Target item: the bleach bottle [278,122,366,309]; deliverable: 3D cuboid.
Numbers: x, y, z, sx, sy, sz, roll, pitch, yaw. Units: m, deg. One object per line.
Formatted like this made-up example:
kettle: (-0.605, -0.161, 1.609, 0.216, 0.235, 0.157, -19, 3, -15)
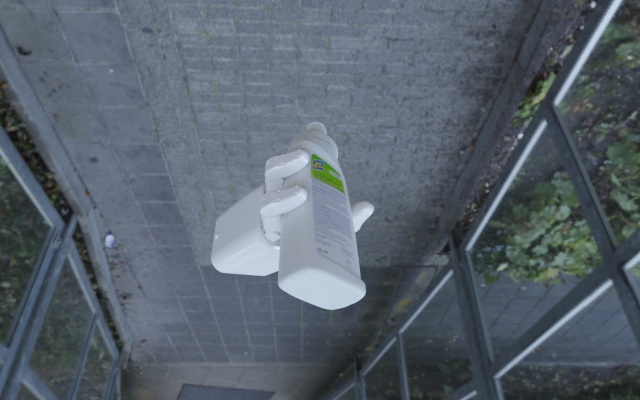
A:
bleach bottle: (0.000, 0.002, 0.605, 0.102, 0.250, 0.068, 31, -47, -34)
